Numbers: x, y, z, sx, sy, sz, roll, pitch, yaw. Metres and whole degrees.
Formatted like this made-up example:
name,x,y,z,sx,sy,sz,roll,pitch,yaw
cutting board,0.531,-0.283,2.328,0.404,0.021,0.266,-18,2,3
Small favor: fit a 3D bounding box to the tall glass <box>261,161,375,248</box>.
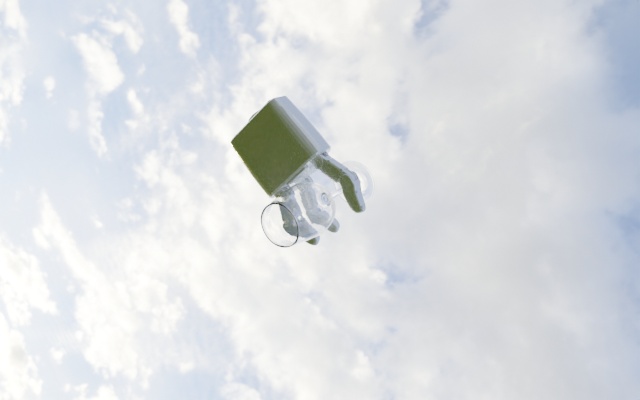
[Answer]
name,x,y,z,sx,sy,sz,roll,pitch,yaw
tall glass,0.001,0.002,0.690,0.079,0.079,0.201,0,18,34
